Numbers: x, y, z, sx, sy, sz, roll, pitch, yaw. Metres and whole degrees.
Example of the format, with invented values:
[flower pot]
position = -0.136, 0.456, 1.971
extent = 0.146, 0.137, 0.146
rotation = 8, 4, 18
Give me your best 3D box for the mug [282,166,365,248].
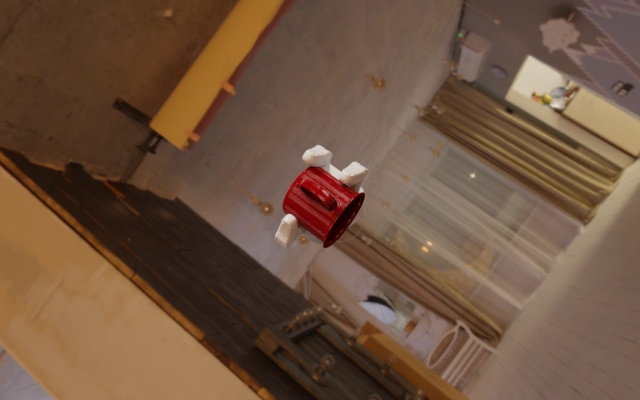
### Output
[mug]
position = 0.000, 0.002, 0.647
extent = 0.081, 0.093, 0.117
rotation = 36, -6, 15
